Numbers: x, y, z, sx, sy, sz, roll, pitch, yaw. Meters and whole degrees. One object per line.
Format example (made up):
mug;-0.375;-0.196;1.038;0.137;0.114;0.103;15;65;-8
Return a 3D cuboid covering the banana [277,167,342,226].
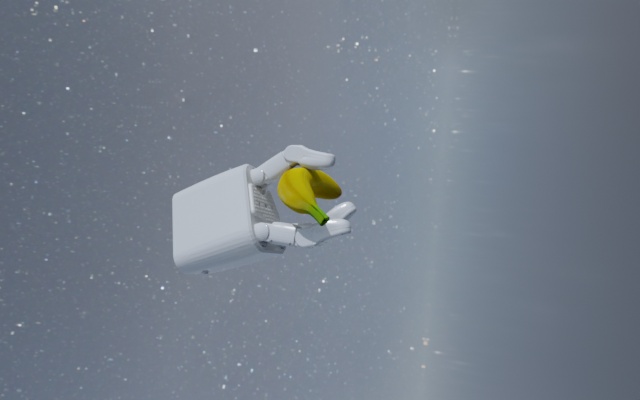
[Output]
banana;-0.013;-0.011;0.564;0.037;0.069;0.197;-43;3;13
